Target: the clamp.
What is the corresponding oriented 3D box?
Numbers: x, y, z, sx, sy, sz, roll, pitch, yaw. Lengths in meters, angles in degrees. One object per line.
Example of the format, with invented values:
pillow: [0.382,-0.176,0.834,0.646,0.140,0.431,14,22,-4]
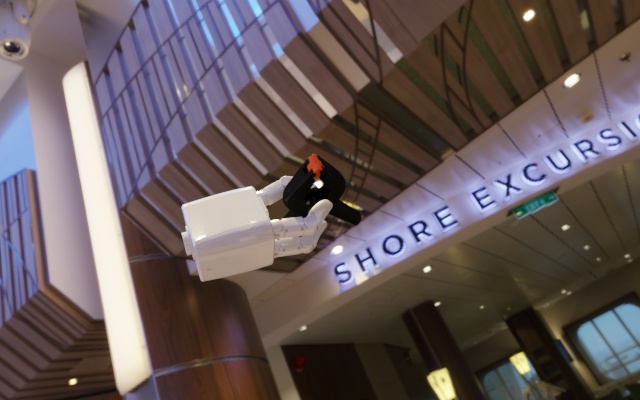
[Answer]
clamp: [0.000,0.001,0.722,0.164,0.036,0.210,-13,-30,-17]
